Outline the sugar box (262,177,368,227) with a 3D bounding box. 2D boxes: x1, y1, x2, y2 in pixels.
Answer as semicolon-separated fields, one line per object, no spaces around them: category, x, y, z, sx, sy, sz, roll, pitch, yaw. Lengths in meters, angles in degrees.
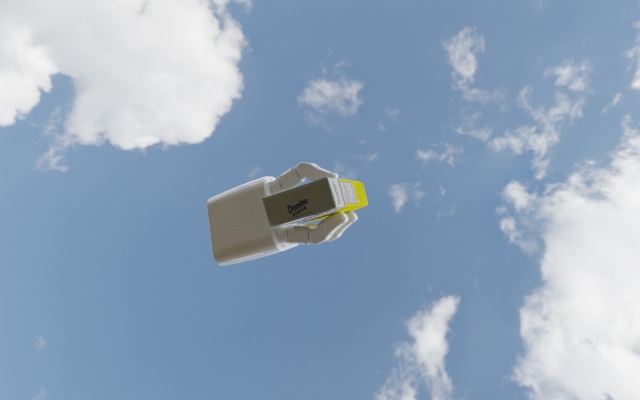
sugar box;0.000;0.003;0.661;0.093;0.048;0.176;-18;-2;18
